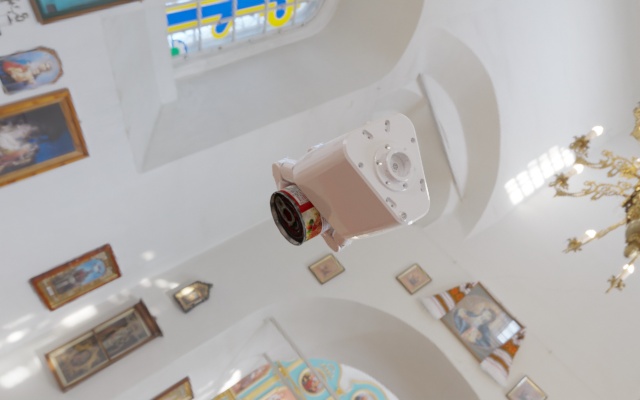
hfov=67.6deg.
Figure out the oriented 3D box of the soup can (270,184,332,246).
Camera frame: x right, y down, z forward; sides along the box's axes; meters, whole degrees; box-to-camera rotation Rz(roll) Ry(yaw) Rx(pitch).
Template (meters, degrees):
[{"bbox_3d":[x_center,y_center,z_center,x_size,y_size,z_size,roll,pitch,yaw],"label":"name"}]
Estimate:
[{"bbox_3d":[0.000,0.002,0.572,0.102,0.068,0.068,-27,14,-30],"label":"soup can"}]
